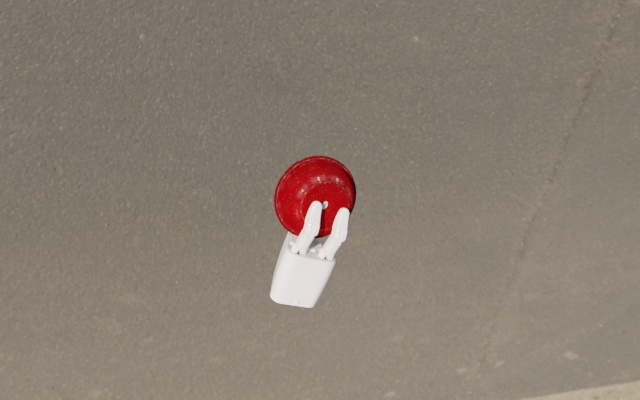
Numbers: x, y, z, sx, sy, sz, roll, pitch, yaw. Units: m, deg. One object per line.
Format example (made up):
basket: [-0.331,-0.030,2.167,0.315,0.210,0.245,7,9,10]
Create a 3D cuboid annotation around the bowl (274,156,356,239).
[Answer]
bowl: [0.000,0.002,0.863,0.162,0.162,0.055,0,17,-20]
